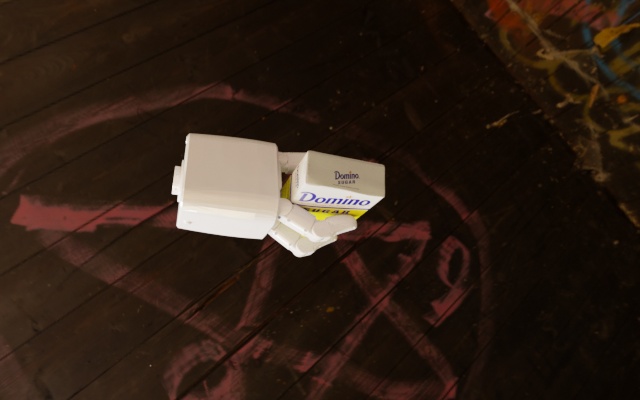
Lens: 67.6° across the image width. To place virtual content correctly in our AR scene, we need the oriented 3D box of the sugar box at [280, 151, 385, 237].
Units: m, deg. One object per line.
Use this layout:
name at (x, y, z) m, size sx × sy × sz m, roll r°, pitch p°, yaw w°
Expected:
sugar box at (0.000, 0.002, 0.585) m, size 0.093 × 0.048 × 0.176 m, roll 9°, pitch -21°, yaw -16°
